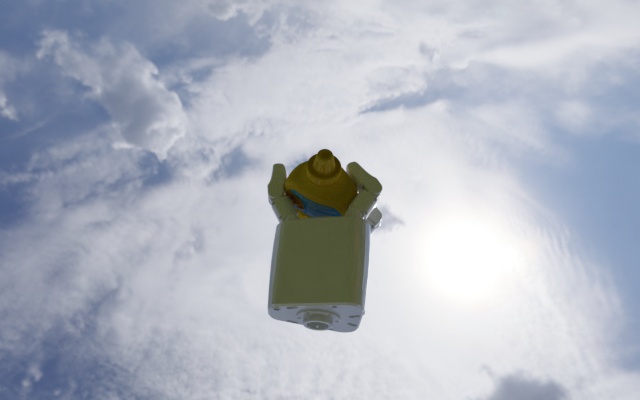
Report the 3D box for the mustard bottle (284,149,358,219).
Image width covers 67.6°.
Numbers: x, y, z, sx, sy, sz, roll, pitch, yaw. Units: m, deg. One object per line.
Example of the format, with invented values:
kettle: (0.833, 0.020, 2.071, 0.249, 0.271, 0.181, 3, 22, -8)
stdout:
mustard bottle: (0.000, 0.002, 0.612, 0.096, 0.058, 0.192, 26, -31, 14)
